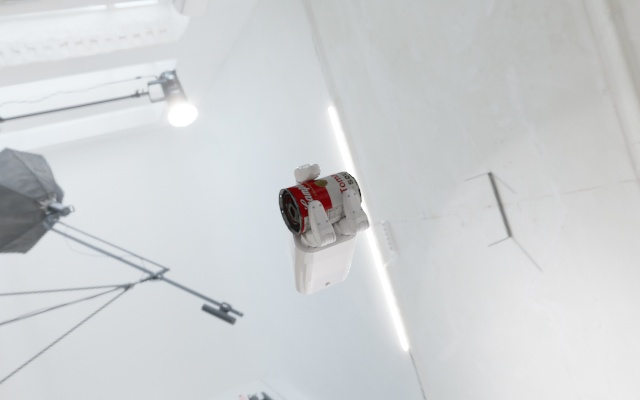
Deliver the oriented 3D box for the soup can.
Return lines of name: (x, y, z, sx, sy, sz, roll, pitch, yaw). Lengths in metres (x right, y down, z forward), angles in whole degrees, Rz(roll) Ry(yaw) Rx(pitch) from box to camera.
soup can: (0.000, 0.002, 0.683, 0.102, 0.068, 0.068, -18, 7, -24)
